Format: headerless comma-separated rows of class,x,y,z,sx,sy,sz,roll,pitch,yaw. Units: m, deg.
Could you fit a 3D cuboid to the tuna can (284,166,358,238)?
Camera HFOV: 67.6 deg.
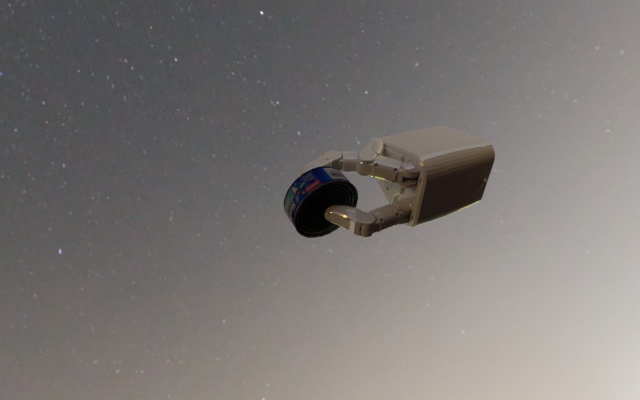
tuna can,0.000,0.002,0.569,0.086,0.086,0.033,0,38,-37
